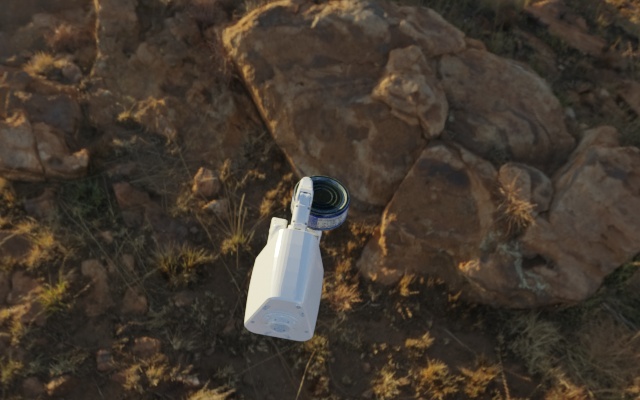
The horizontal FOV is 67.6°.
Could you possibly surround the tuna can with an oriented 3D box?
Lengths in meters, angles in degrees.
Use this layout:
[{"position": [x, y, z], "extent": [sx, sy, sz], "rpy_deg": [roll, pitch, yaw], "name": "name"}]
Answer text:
[{"position": [0.000, 0.002, 0.710], "extent": [0.086, 0.086, 0.034], "rpy_deg": [0, -44, -11], "name": "tuna can"}]
